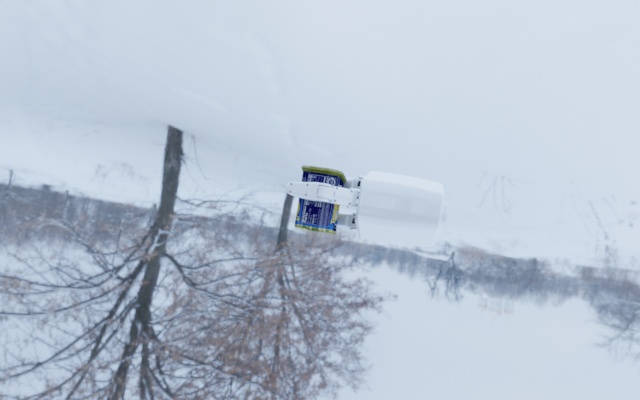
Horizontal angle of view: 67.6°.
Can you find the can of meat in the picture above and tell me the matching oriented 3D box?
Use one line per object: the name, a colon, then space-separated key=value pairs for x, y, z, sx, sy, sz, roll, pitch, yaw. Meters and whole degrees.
can of meat: x=0.000 y=0.002 z=0.667 sx=0.057 sy=0.084 sz=0.102 roll=8 pitch=-4 yaw=7
